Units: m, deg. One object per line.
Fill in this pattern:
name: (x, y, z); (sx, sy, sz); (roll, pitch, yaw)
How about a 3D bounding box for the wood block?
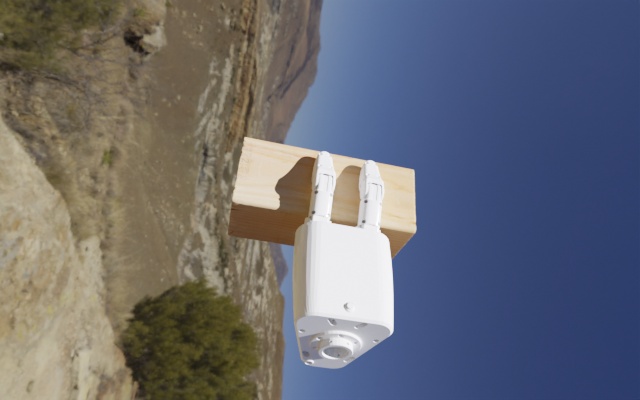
wood block: (0.000, 0.002, 0.576); (0.206, 0.090, 0.091); (10, -32, -9)
